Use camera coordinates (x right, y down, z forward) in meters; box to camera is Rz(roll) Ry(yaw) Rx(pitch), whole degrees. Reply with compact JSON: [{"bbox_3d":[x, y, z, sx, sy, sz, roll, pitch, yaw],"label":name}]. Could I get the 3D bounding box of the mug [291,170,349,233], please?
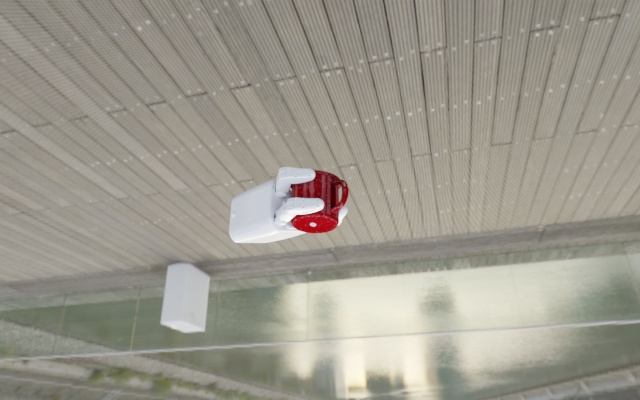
[{"bbox_3d":[0.001,0.002,0.813,0.117,0.081,0.093,-19,-32,35],"label":"mug"}]
